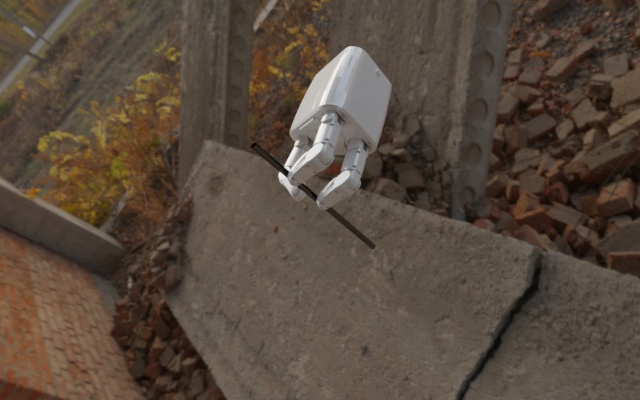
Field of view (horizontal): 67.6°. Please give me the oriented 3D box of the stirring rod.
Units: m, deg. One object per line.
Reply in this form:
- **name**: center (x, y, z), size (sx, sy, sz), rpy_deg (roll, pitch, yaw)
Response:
- **stirring rod**: center (0.000, 0.002, 0.597), size (0.011, 0.011, 0.240), rpy_deg (0, -31, 46)
